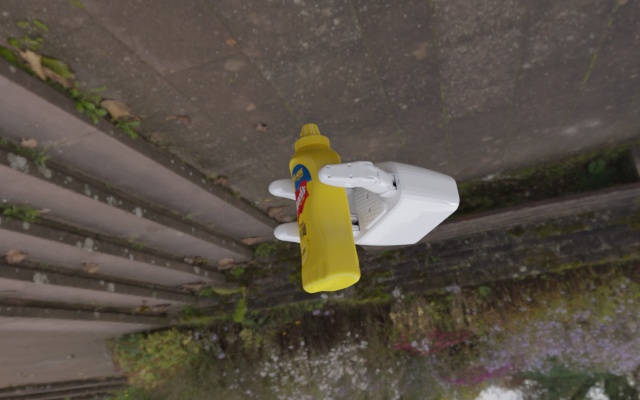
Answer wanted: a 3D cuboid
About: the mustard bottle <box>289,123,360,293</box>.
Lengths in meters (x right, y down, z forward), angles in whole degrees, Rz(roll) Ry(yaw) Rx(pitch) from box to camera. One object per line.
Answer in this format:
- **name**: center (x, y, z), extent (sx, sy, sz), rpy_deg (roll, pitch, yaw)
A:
- **mustard bottle**: center (0.000, 0.002, 0.539), extent (0.058, 0.191, 0.096), rpy_deg (-3, -19, -14)
